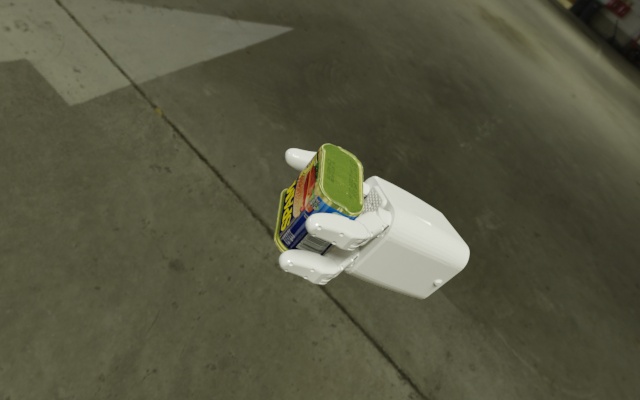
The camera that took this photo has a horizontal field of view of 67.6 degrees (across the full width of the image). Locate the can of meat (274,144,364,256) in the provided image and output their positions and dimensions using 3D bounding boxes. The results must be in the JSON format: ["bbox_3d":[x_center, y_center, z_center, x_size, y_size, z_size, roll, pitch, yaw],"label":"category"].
[{"bbox_3d":[0.000,0.001,0.493,0.057,0.102,0.084,27,-53,-19],"label":"can of meat"}]
